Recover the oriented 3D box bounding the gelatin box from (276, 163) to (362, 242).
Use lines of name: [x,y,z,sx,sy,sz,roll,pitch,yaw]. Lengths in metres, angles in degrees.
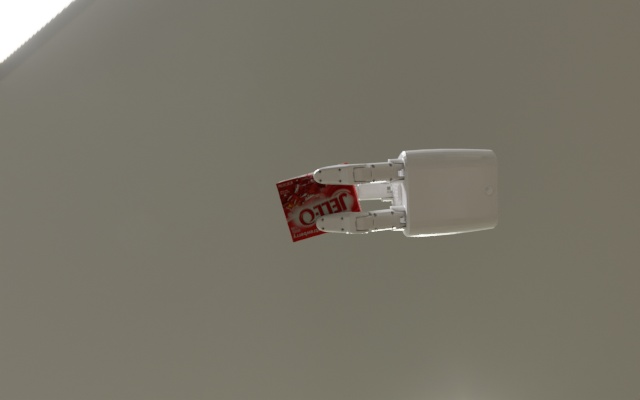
gelatin box: [0.000,0.002,0.566,0.089,0.073,0.030,-16,5,6]
